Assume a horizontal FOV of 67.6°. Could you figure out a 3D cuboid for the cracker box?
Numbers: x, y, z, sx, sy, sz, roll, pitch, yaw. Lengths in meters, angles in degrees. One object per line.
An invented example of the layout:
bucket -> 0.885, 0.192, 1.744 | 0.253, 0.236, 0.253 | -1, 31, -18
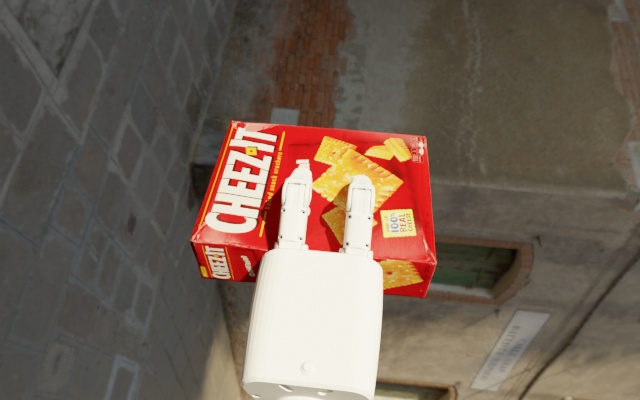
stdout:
cracker box -> 0.000, 0.002, 0.475 | 0.213, 0.164, 0.072 | 5, -40, 3
